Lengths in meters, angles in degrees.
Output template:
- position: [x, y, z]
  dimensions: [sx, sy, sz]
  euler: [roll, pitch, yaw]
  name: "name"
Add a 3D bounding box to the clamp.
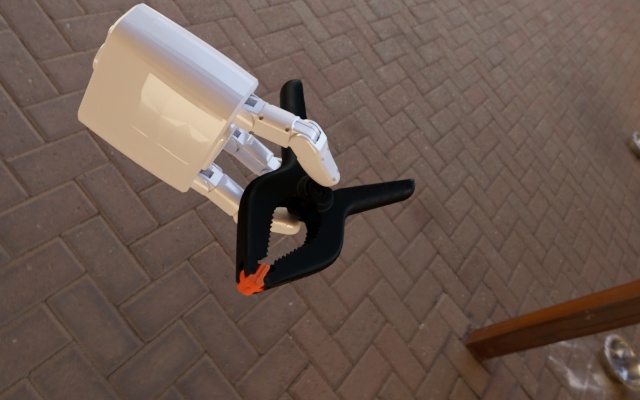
- position: [0.000, 0.001, 0.415]
  dimensions: [0.164, 0.209, 0.036]
  euler: [34, -39, -11]
  name: "clamp"
